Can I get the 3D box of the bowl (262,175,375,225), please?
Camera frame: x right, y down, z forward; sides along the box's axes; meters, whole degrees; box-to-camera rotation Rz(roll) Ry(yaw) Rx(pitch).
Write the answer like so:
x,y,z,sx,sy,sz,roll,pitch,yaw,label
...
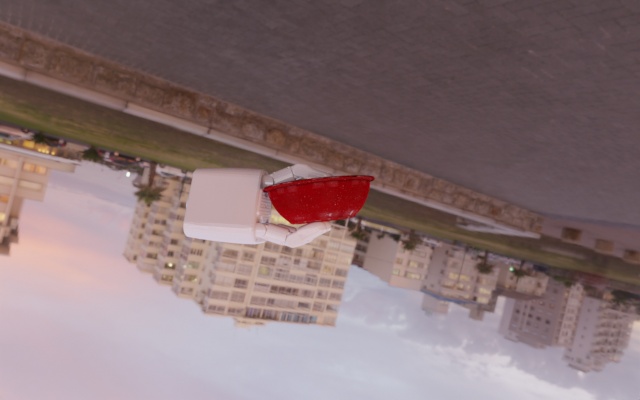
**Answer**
x,y,z,sx,sy,sz,roll,pitch,yaw,label
0.001,0.003,0.680,0.162,0.055,0.162,-7,-4,0,bowl
